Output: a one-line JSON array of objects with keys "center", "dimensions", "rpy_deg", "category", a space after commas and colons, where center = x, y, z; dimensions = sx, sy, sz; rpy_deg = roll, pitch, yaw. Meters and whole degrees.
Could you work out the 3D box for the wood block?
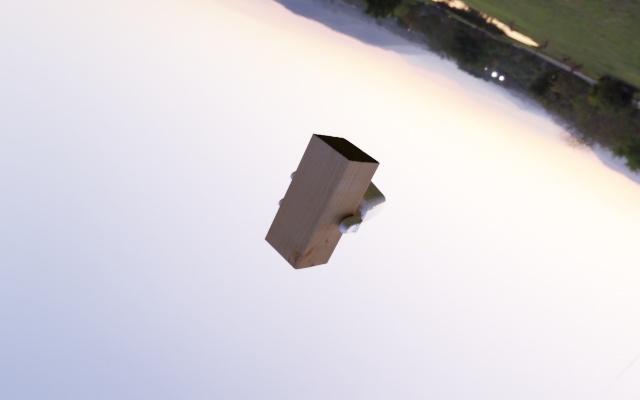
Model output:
[{"center": [0.001, 0.003, 0.797], "dimensions": [0.090, 0.206, 0.090], "rpy_deg": [39, 25, 32], "category": "wood block"}]
